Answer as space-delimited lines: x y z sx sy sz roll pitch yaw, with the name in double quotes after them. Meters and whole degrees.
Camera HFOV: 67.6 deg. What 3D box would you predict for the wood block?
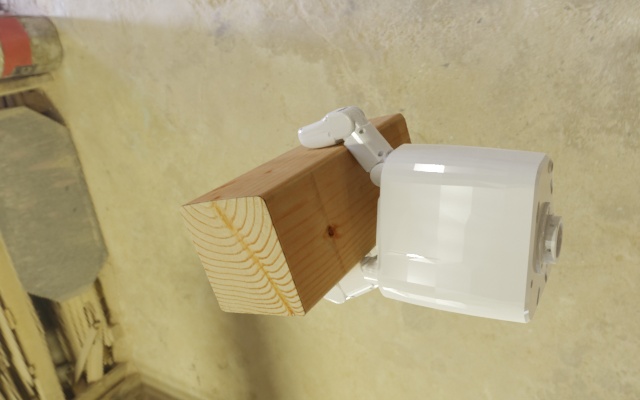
0.000 0.001 0.407 0.090 0.091 0.206 -7 18 39 "wood block"
